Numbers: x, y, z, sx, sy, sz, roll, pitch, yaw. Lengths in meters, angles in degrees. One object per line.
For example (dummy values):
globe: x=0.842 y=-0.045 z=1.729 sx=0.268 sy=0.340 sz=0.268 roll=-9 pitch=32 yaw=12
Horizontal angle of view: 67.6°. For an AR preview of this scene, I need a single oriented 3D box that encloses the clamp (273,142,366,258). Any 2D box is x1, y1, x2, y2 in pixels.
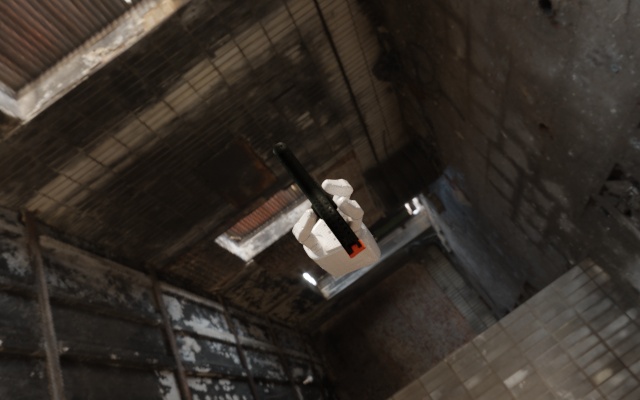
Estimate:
clamp: x=0.000 y=0.003 z=0.771 sx=0.036 sy=0.210 sz=0.165 roll=-38 pitch=-37 yaw=3
